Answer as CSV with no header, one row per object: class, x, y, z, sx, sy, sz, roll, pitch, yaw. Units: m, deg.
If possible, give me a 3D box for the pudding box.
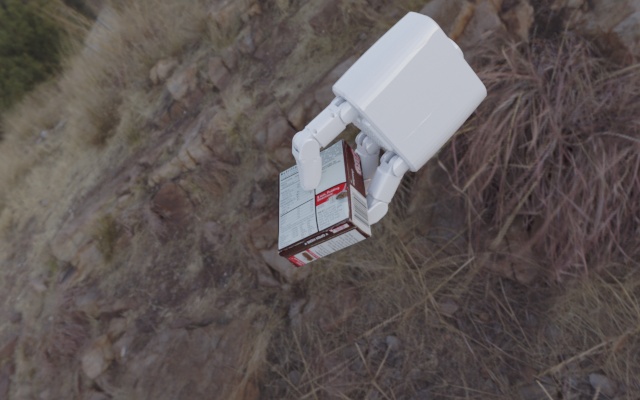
pudding box,0.000,0.002,0.495,0.090,0.113,0.039,-27,-47,25
